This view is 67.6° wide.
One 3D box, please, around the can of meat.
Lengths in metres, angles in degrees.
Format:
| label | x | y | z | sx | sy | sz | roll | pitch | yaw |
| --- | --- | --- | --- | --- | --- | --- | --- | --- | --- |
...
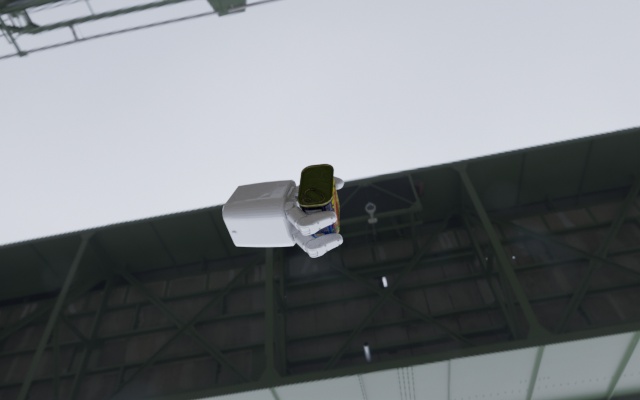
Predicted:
| label | x | y | z | sx | sy | sz | roll | pitch | yaw |
| --- | --- | --- | --- | --- | --- | --- | --- | --- | --- |
| can of meat | 0.000 | 0.003 | 0.804 | 0.057 | 0.084 | 0.102 | -6 | 42 | 9 |
